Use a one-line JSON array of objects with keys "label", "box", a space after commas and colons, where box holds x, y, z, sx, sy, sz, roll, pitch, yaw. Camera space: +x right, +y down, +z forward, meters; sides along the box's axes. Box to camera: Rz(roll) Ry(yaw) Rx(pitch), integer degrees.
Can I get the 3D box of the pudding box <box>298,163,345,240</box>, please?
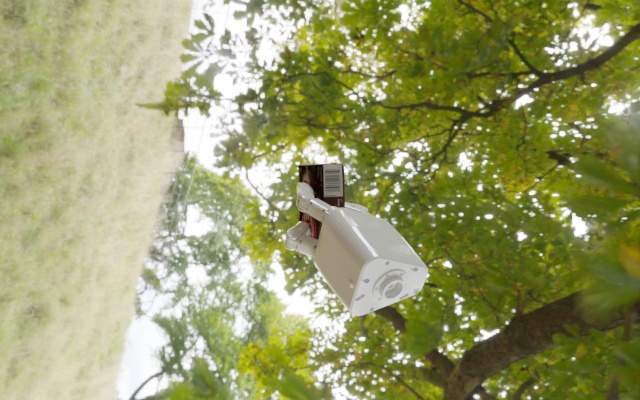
[{"label": "pudding box", "box": [0.000, 0.002, 0.703, 0.039, 0.113, 0.090, 0, 2, -26]}]
